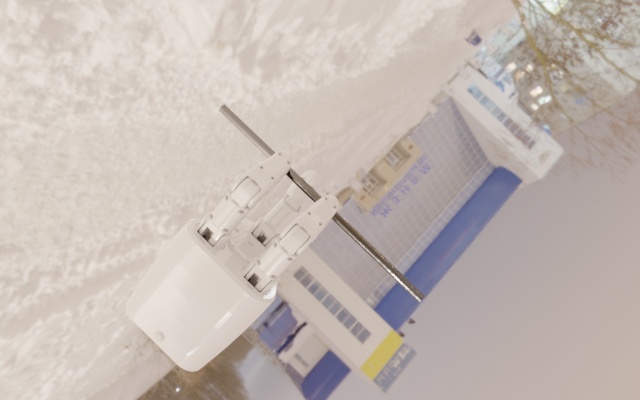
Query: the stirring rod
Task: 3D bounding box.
[{"bbox_3d":[0.000,0.001,0.416,0.239,0.011,0.011,44,2,2],"label":"stirring rod"}]
